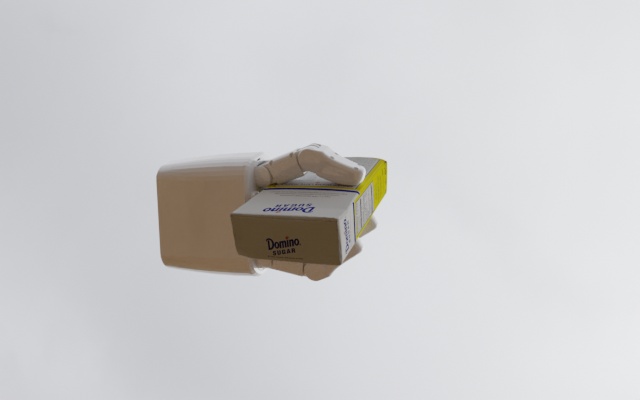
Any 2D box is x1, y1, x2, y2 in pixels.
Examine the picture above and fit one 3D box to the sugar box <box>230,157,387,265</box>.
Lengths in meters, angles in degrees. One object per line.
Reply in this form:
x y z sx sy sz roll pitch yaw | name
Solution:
0.000 0.002 0.445 0.093 0.048 0.176 2 23 20 | sugar box
